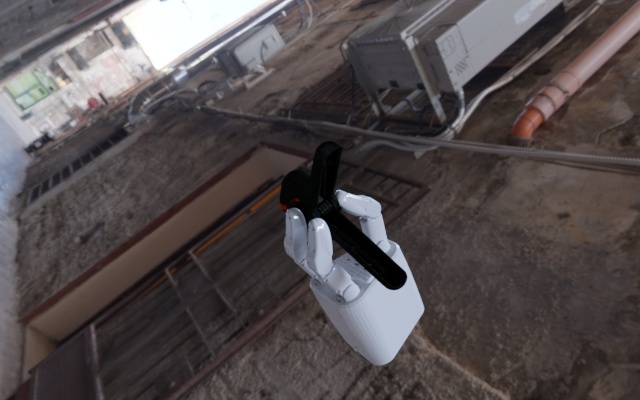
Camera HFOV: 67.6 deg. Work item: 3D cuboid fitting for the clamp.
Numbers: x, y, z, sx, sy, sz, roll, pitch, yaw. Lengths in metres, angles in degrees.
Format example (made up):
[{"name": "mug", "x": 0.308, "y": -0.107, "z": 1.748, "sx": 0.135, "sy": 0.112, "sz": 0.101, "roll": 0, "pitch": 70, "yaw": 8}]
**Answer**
[{"name": "clamp", "x": 0.001, "y": 0.001, "z": 0.525, "sx": 0.036, "sy": 0.165, "sz": 0.210, "roll": -34, "pitch": 26, "yaw": -19}]
